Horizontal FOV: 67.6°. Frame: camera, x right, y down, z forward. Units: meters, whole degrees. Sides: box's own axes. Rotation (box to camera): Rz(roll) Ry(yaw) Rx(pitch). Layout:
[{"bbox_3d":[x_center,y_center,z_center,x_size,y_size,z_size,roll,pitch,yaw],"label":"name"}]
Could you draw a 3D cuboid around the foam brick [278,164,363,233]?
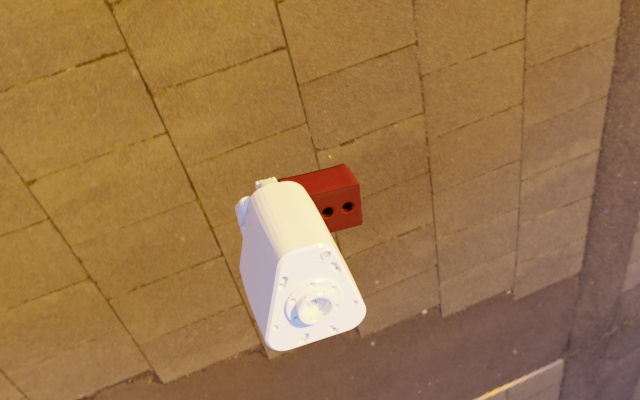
[{"bbox_3d":[0.000,0.001,0.508,0.078,0.053,0.051,-15,32,-12],"label":"foam brick"}]
